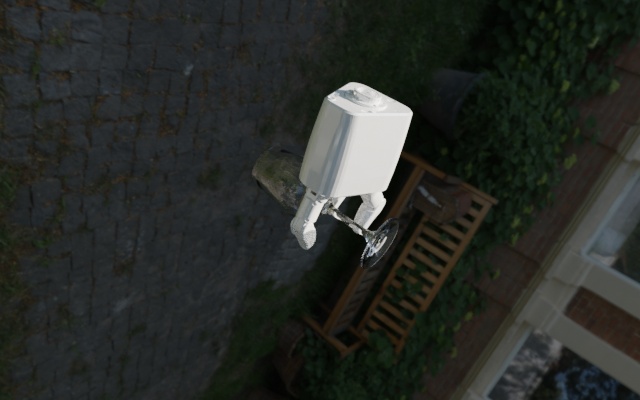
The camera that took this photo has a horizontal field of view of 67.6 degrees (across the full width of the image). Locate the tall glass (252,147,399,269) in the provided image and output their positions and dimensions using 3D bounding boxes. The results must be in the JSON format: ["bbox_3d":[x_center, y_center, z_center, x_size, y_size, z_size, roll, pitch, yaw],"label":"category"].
[{"bbox_3d":[0.001,0.003,0.627,0.201,0.079,0.079,34,16,26],"label":"tall glass"}]
